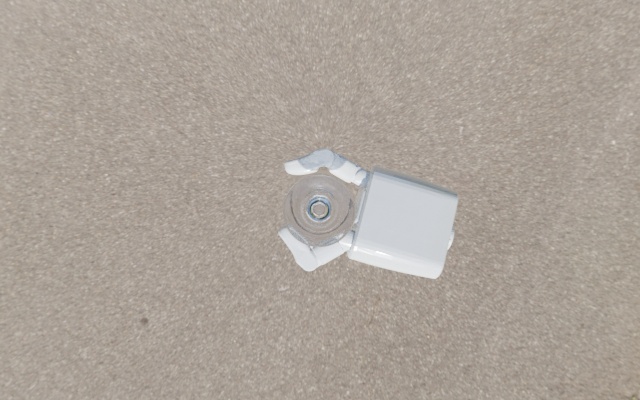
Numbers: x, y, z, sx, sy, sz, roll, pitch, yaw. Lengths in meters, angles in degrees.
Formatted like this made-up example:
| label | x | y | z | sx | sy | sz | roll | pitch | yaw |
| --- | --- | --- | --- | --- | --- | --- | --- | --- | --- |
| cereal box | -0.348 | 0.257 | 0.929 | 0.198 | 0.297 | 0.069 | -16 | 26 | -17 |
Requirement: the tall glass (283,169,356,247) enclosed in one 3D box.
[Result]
| label | x | y | z | sx | sy | sz | roll | pitch | yaw |
| --- | --- | --- | --- | --- | --- | --- | --- | --- | --- |
| tall glass | 0.000 | 0.002 | 0.581 | 0.079 | 0.079 | 0.201 | 0 | 5 | 0 |
